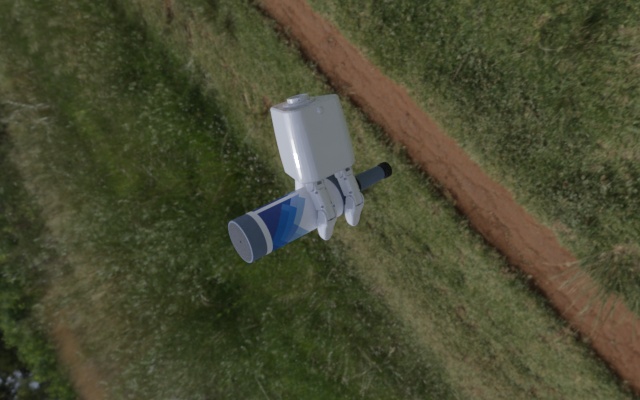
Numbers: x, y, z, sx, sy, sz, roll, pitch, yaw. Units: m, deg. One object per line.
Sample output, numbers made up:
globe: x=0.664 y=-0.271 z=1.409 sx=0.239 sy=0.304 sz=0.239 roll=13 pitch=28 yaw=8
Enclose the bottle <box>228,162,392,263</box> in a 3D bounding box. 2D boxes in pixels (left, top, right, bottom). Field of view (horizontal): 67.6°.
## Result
bottle: x=0.000 y=0.003 z=0.752 sx=0.295 sy=0.069 sz=0.069 roll=-26 pitch=14 yaw=-30
